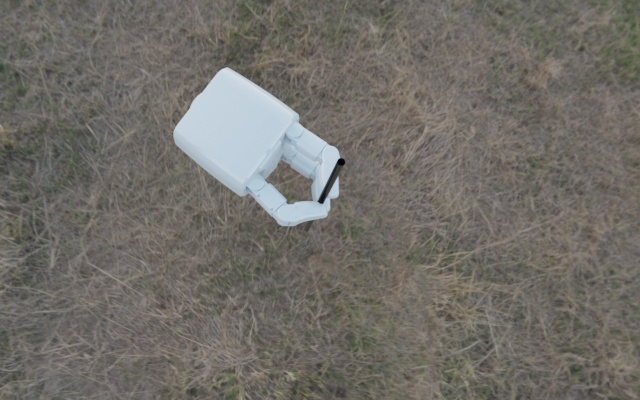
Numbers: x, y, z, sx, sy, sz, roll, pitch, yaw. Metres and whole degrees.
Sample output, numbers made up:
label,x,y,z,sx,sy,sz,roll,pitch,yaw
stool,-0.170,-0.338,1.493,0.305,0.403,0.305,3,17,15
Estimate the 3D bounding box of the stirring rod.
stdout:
label,x,y,z,sx,sy,sz,roll,pitch,yaw
stirring rod,0.000,0.002,0.562,0.011,0.011,0.240,0,-19,-10
